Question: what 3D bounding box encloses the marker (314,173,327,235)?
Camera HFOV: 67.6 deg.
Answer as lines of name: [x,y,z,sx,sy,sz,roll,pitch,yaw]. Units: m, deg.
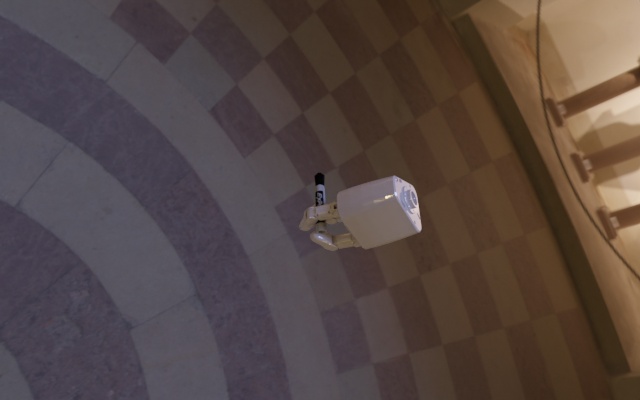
marker: [0.000,0.003,0.850,0.020,0.121,0.020,-2,-30,-1]
